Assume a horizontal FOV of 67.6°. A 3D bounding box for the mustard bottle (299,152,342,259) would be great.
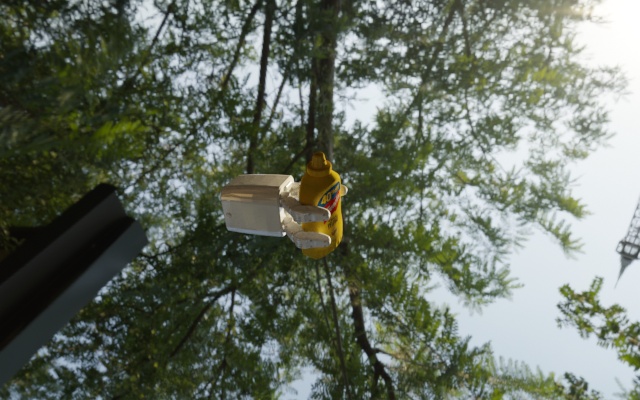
[{"bbox_3d":[0.000,0.003,0.832,0.058,0.192,0.096,19,41,29],"label":"mustard bottle"}]
